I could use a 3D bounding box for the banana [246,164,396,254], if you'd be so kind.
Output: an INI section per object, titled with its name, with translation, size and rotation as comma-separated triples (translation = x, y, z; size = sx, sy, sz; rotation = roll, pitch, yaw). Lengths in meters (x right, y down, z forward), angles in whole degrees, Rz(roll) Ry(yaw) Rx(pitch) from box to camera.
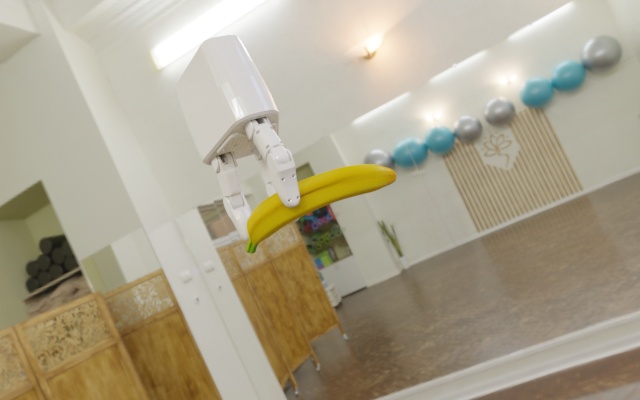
[banana]
translation = -0.005, -0.003, 0.539
size = 0.198, 0.037, 0.070
rotation = -25, -20, -2
